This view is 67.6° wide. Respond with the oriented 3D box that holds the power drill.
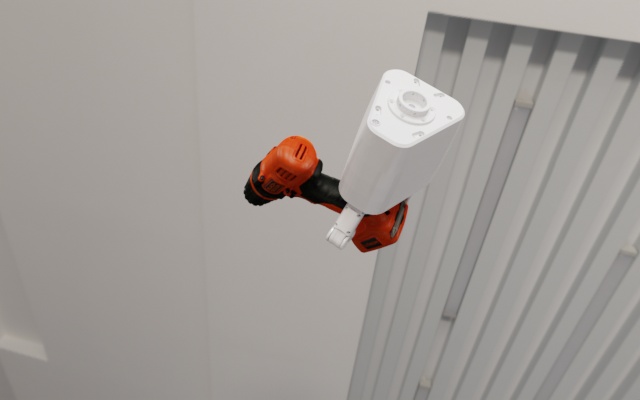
[{"bbox_3d":[0.001,0.002,0.606,0.188,0.057,0.184,27,-22,-15],"label":"power drill"}]
